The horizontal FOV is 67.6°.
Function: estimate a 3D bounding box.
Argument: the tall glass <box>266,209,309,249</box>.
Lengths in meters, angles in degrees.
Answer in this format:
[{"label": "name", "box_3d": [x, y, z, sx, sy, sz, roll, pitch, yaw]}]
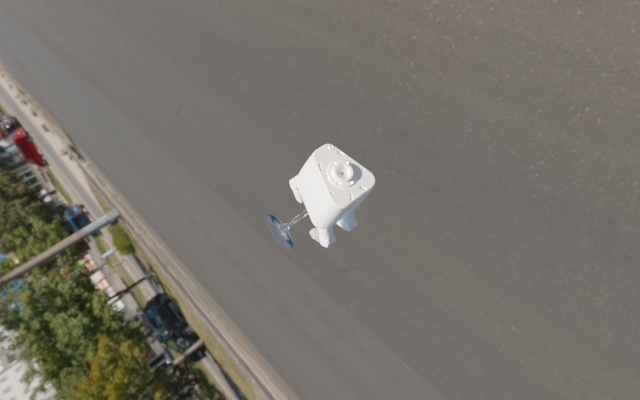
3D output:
[{"label": "tall glass", "box_3d": [0.000, 0.003, 0.891, 0.201, 0.079, 0.079, -36, 17, -25]}]
